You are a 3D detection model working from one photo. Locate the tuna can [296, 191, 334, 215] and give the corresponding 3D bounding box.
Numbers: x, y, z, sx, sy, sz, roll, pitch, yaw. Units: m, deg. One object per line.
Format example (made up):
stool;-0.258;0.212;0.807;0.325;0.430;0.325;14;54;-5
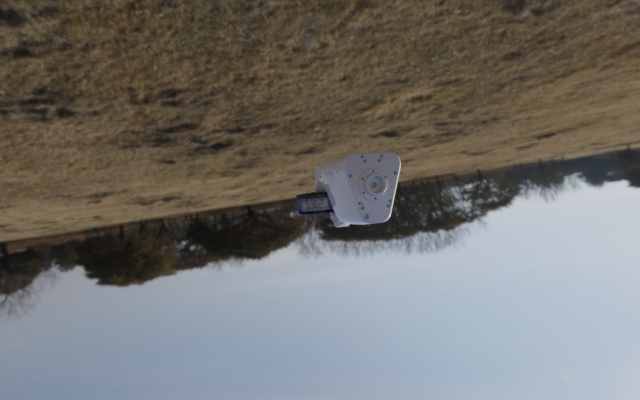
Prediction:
tuna can;0.000;0.003;0.862;0.086;0.034;0.086;-6;5;1
